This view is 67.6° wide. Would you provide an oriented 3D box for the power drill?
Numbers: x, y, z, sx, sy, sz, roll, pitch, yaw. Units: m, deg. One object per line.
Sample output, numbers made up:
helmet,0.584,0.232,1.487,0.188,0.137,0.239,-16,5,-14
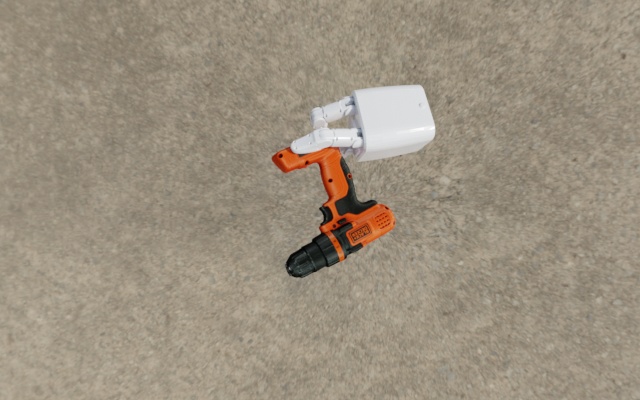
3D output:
power drill,0.000,0.002,0.718,0.184,0.187,0.057,-27,4,-17
